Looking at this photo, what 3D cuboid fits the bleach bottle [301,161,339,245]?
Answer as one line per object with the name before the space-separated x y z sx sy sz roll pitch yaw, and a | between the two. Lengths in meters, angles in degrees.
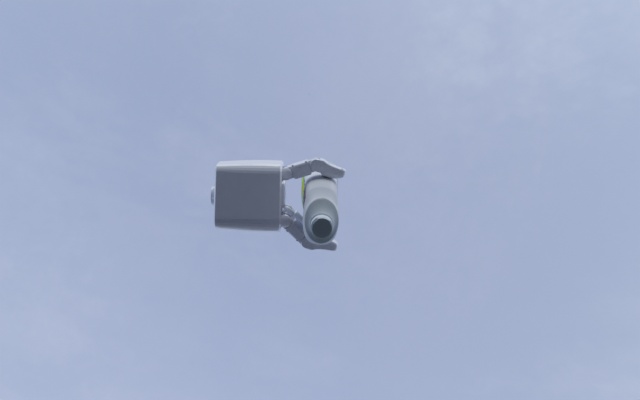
bleach bottle | 0.000 0.003 0.769 0.068 0.102 0.250 2 12 -2
